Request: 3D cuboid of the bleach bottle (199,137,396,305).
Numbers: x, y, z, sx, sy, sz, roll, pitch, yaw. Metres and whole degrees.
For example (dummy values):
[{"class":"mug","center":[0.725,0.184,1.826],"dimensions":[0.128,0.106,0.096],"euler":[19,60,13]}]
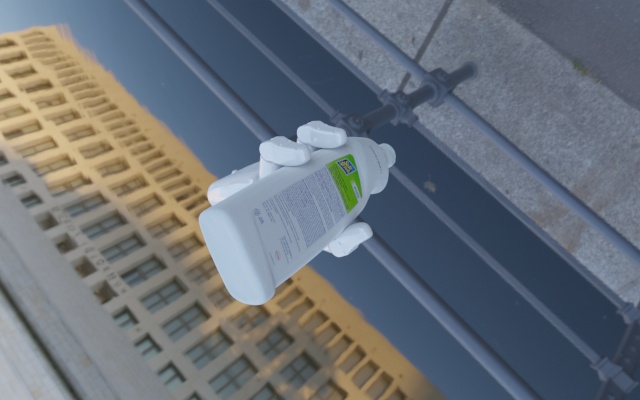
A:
[{"class":"bleach bottle","center":[0.000,0.002,0.509],"dimensions":[0.250,0.102,0.068],"euler":[-31,16,-39]}]
